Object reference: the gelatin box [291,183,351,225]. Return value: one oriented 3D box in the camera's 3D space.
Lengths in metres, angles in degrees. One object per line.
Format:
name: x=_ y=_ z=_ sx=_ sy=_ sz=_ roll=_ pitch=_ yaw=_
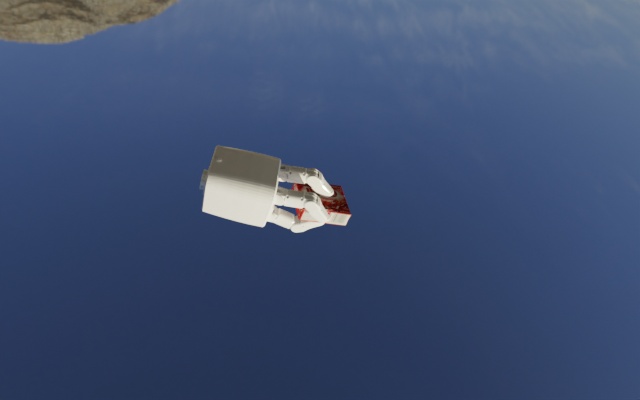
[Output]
gelatin box: x=0.000 y=0.003 z=0.805 sx=0.089 sy=0.030 sz=0.073 roll=8 pitch=40 yaw=-23
